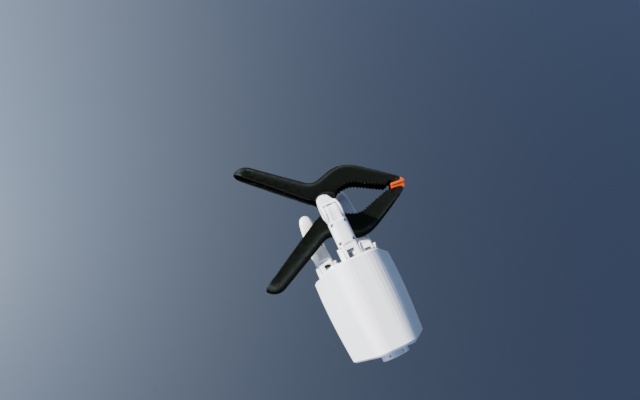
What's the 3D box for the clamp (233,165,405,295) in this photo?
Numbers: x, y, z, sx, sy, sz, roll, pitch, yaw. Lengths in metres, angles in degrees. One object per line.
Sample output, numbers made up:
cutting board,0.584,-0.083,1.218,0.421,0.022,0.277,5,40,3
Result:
clamp,0.001,0.002,0.598,0.210,0.164,0.036,-24,-13,-6
